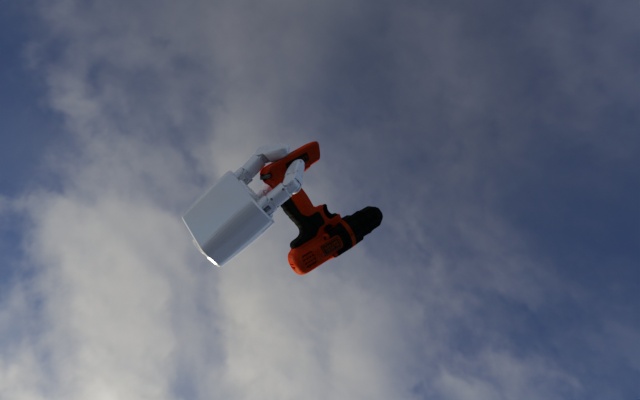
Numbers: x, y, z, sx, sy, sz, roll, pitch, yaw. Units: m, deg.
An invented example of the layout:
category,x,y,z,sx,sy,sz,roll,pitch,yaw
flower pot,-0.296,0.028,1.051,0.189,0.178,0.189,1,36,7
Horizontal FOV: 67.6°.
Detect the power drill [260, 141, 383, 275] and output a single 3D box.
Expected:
category,x,y,z,sx,sy,sz,roll,pitch,yaw
power drill,0.000,0.002,0.778,0.184,0.188,0.057,-30,9,-24
